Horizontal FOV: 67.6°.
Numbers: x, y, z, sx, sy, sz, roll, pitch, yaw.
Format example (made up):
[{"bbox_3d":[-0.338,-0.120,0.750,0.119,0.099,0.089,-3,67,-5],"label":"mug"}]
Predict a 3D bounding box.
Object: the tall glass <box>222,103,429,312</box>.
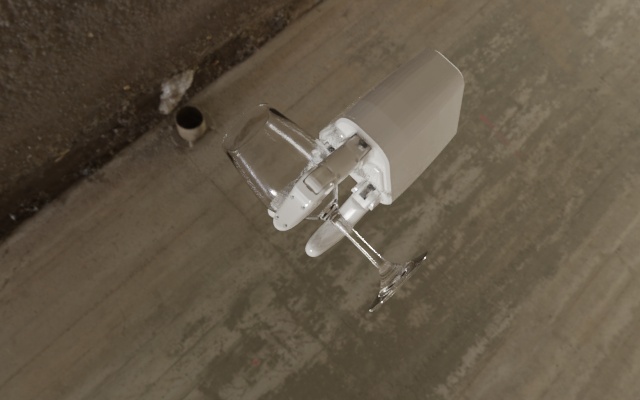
[{"bbox_3d":[0.000,0.002,0.434,0.079,0.201,0.079,-44,-8,-8],"label":"tall glass"}]
